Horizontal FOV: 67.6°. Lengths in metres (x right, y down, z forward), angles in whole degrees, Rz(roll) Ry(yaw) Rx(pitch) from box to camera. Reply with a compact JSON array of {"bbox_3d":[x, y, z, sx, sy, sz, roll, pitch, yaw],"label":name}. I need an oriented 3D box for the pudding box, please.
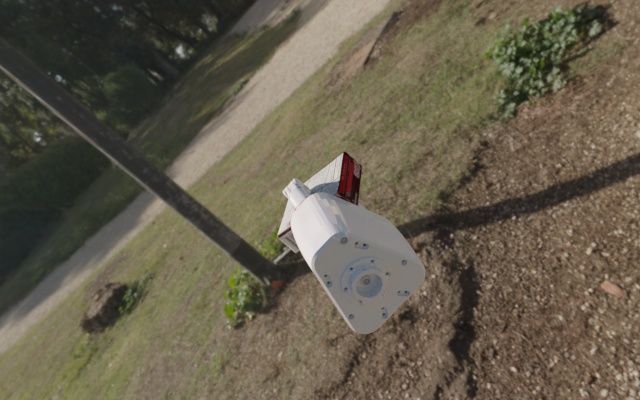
[{"bbox_3d":[0.000,0.002,0.602,0.113,0.090,0.039,-34,-64,32],"label":"pudding box"}]
